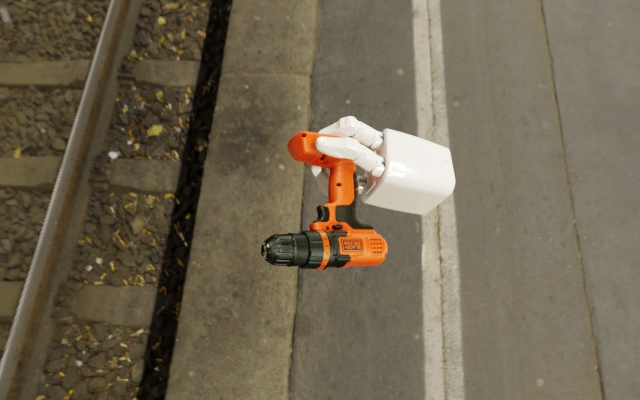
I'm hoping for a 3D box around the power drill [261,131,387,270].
[{"bbox_3d":[0.000,0.002,0.659,0.184,0.187,0.057,4,-18,-31],"label":"power drill"}]
